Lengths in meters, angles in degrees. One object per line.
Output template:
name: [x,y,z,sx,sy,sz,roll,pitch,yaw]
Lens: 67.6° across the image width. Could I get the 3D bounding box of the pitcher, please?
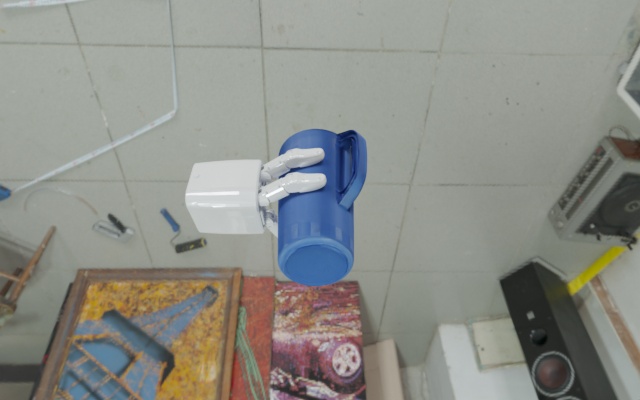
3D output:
pitcher: [0.000,0.002,0.744,0.145,0.149,0.242,0,44,0]
